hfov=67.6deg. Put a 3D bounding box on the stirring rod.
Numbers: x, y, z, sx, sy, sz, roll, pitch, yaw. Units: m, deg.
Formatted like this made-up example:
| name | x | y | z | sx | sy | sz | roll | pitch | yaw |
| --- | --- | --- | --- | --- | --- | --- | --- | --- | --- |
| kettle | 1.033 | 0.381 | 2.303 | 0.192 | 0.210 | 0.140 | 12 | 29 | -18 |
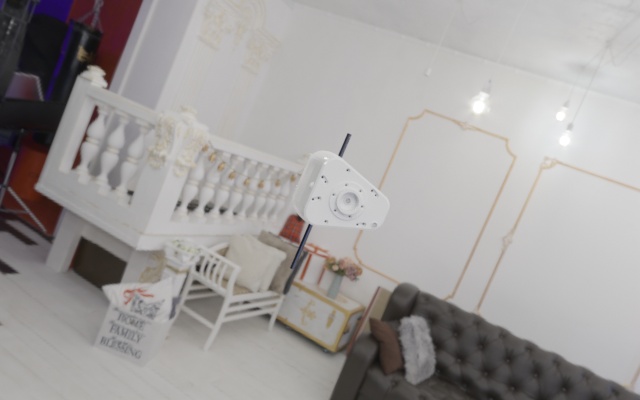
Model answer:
| name | x | y | z | sx | sy | sz | roll | pitch | yaw |
| --- | --- | --- | --- | --- | --- | --- | --- | --- | --- |
| stirring rod | 0.000 | 0.003 | 0.781 | 0.011 | 0.239 | 0.011 | 23 | 4 | -2 |
